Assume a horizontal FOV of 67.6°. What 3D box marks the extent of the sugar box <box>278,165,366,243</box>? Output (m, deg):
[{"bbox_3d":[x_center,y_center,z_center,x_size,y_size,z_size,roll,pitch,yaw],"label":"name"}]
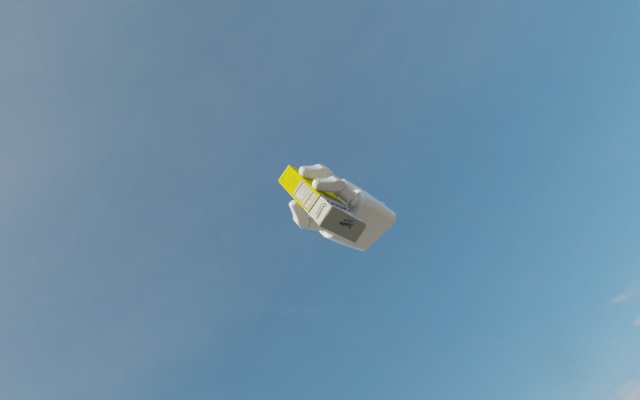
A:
[{"bbox_3d":[0.000,0.002,0.857,0.093,0.048,0.176,28,8,-39],"label":"sugar box"}]
